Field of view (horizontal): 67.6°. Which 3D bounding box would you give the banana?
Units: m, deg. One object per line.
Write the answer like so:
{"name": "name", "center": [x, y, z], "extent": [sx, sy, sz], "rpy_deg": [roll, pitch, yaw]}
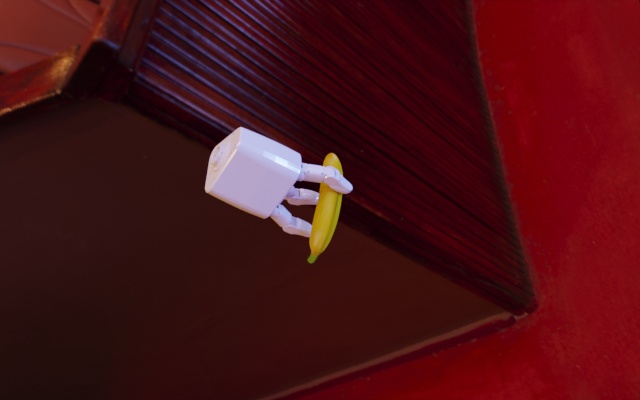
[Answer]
{"name": "banana", "center": [0.008, 0.003, 0.789], "extent": [0.037, 0.197, 0.069], "rpy_deg": [21, -19, -24]}
